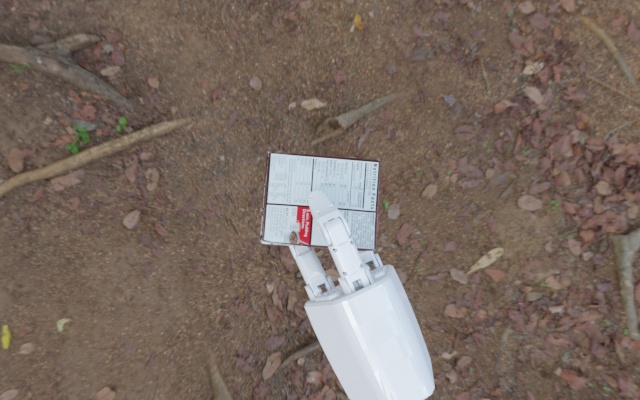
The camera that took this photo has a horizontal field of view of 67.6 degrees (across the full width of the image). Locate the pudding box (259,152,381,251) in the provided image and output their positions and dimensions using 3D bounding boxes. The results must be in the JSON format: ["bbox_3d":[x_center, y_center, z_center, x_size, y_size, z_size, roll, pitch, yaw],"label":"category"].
[{"bbox_3d":[0.000,0.002,0.467,0.113,0.090,0.039,5,-6,-6],"label":"pudding box"}]
